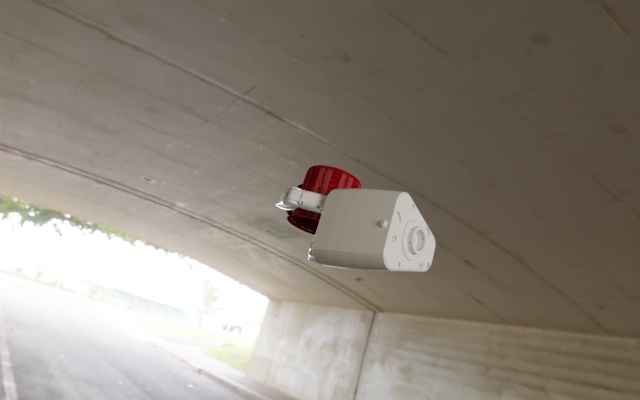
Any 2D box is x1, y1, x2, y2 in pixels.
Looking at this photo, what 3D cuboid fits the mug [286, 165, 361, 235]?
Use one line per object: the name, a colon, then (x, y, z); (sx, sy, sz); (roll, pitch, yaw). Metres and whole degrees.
mug: (-0.001, 0.002, 0.680); (0.117, 0.081, 0.093); (3, -22, 40)
